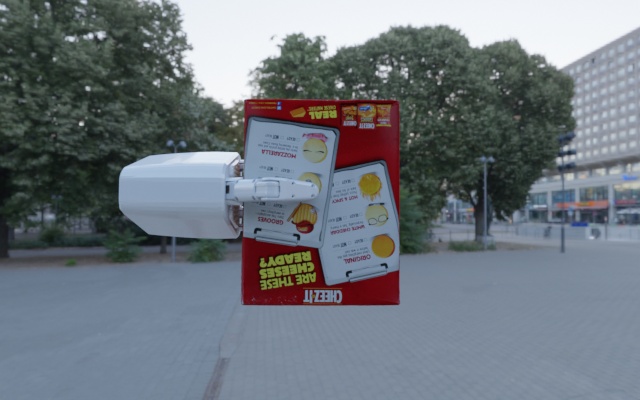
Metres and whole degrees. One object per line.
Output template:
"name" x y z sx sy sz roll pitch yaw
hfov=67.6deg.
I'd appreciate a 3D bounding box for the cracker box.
"cracker box" 0.000 0.002 0.519 0.164 0.213 0.072 0 -2 0
